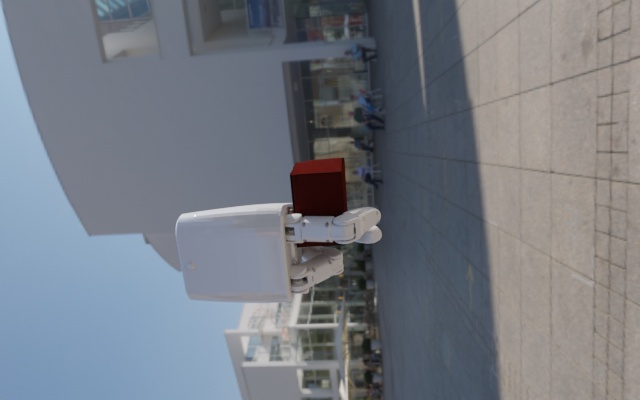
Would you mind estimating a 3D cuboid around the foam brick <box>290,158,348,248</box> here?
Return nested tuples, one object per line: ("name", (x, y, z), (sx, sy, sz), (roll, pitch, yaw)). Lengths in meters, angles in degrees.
("foam brick", (0.000, 0.001, 0.481), (0.051, 0.078, 0.053), (-2, 18, 6))
